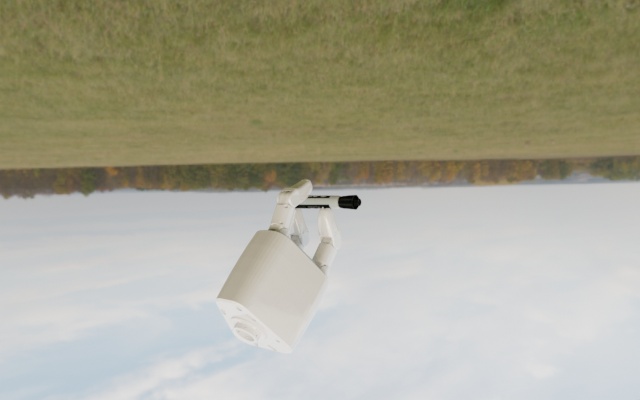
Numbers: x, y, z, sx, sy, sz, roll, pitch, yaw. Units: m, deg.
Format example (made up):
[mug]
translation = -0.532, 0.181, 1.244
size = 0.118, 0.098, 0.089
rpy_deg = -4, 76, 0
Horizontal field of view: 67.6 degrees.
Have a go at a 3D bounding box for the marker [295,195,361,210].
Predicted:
[marker]
translation = 0.000, 0.002, 0.632
size = 0.121, 0.020, 0.020
rpy_deg = 0, 0, 36
